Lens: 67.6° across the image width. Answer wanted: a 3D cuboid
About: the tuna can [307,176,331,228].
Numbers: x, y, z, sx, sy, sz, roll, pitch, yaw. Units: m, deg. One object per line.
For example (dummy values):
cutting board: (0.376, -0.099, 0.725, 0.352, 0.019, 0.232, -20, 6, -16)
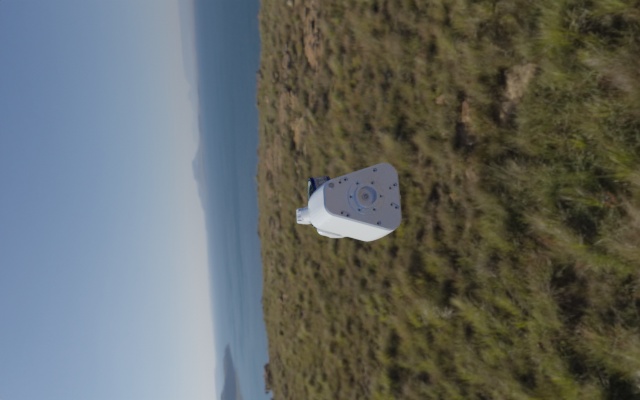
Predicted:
tuna can: (0.000, 0.003, 0.800, 0.034, 0.086, 0.086, -5, 1, -8)
